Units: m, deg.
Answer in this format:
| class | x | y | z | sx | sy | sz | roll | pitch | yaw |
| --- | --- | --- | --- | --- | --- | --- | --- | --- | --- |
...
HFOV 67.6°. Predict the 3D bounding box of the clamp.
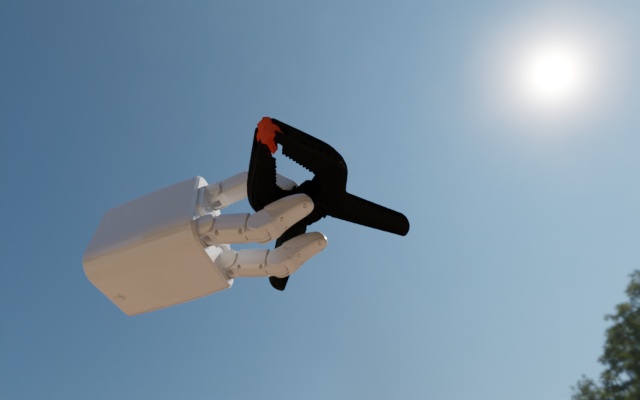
| class | x | y | z | sx | sy | sz | roll | pitch | yaw |
| --- | --- | --- | --- | --- | --- | --- | --- | --- | --- |
| clamp | 0.000 | 0.001 | 0.460 | 0.164 | 0.036 | 0.210 | -21 | -44 | -1 |
